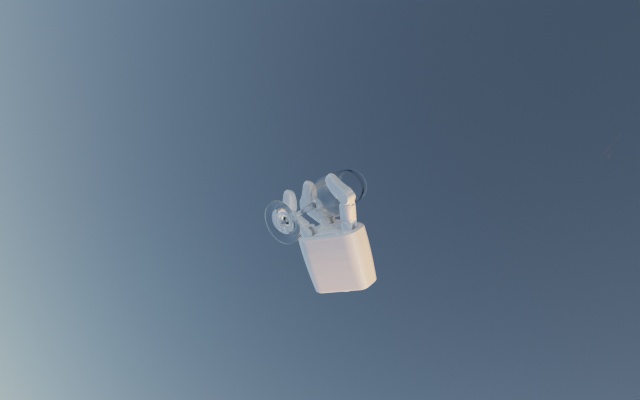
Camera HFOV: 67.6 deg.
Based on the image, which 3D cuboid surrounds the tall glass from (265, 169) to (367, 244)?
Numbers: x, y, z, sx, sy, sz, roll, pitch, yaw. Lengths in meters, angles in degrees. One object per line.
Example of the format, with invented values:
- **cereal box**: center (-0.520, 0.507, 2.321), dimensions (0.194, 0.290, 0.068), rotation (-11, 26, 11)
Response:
- **tall glass**: center (0.000, 0.003, 0.824), dimensions (0.079, 0.079, 0.201), rotation (0, 20, 41)
